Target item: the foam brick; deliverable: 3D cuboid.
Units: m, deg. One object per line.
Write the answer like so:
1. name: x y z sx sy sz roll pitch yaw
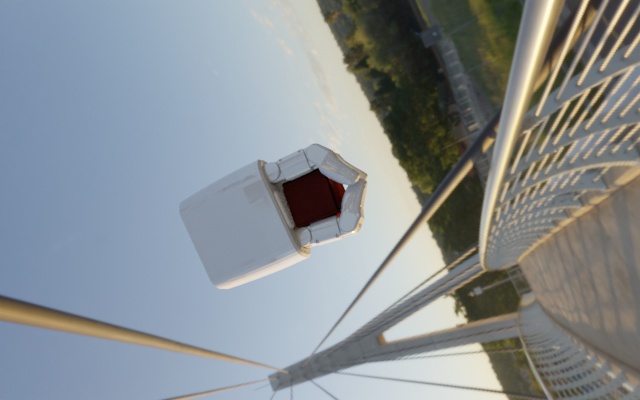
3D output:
1. foam brick: 0.000 0.002 0.533 0.051 0.053 0.078 -24 -17 12
